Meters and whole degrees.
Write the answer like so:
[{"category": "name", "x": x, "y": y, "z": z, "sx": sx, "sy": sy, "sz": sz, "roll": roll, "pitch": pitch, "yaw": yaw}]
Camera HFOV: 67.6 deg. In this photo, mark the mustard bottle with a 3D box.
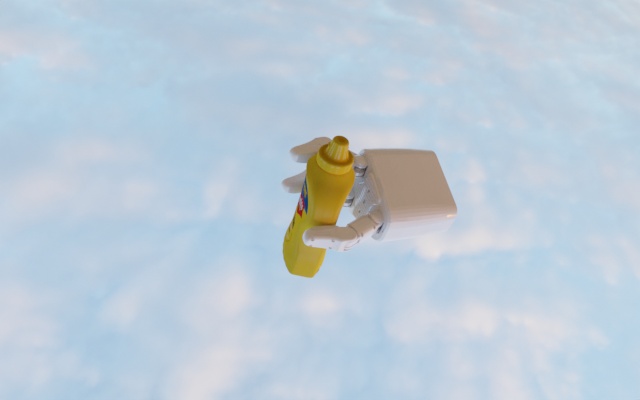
[{"category": "mustard bottle", "x": 0.000, "y": 0.002, "z": 0.578, "sx": 0.058, "sy": 0.192, "sz": 0.096, "roll": 14, "pitch": 43, "yaw": -7}]
